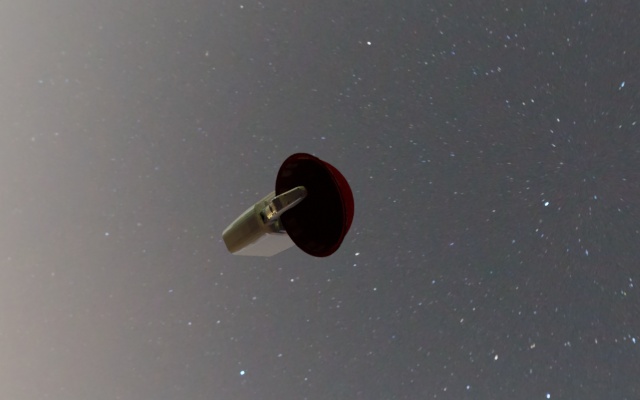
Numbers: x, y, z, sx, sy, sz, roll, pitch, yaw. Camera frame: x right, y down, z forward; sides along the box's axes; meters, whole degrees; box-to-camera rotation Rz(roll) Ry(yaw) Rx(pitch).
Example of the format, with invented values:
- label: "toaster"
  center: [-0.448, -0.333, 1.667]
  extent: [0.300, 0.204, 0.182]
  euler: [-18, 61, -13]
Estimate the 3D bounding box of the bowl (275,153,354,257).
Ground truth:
- label: "bowl"
  center: [0.001, 0.002, 0.730]
  extent: [0.055, 0.162, 0.162]
  euler: [-17, 11, -39]
